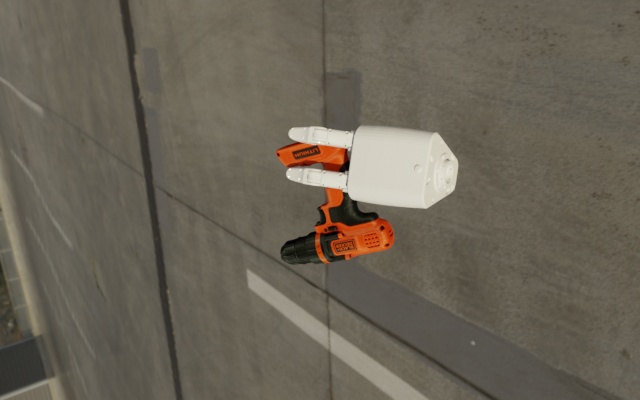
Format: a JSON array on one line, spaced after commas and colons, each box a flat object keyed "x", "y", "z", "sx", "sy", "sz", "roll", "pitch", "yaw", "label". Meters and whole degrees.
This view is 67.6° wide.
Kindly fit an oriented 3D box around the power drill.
[{"x": 0.000, "y": 0.002, "z": 0.707, "sx": 0.184, "sy": 0.188, "sz": 0.057, "roll": -14, "pitch": 12, "yaw": 23, "label": "power drill"}]
